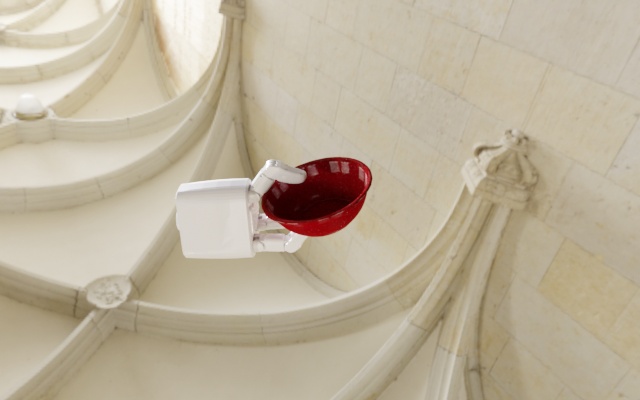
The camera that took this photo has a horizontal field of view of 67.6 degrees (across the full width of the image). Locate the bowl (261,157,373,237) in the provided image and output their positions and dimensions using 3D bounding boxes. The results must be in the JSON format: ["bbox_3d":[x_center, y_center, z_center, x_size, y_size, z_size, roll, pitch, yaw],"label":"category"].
[{"bbox_3d":[0.001,0.002,0.682,0.162,0.055,0.162,-13,32,9],"label":"bowl"}]
